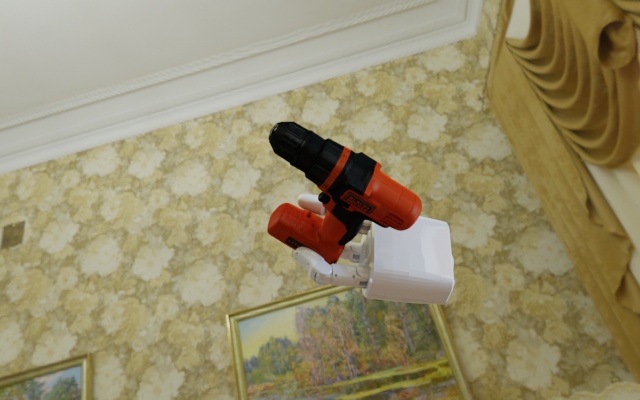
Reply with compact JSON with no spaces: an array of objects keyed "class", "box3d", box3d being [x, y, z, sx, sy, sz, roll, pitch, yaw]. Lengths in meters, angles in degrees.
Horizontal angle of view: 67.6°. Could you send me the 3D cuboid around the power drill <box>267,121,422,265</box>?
[{"class":"power drill","box3d":[0.000,0.002,0.568,0.184,0.057,0.188,32,-33,-7]}]
